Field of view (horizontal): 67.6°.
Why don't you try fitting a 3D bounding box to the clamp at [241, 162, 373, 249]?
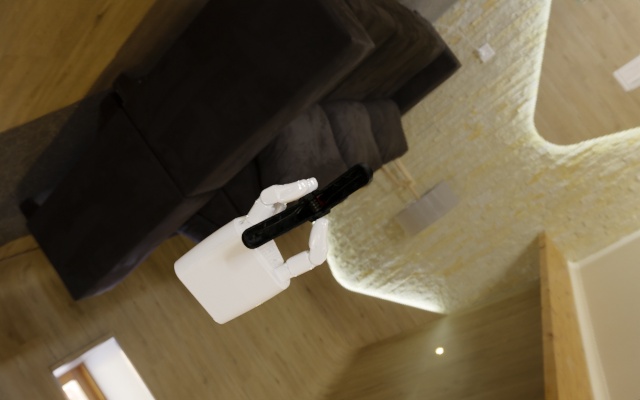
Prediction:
[{"bbox_3d":[0.000,0.003,0.612,0.164,0.036,0.210,-30,-3,11],"label":"clamp"}]
